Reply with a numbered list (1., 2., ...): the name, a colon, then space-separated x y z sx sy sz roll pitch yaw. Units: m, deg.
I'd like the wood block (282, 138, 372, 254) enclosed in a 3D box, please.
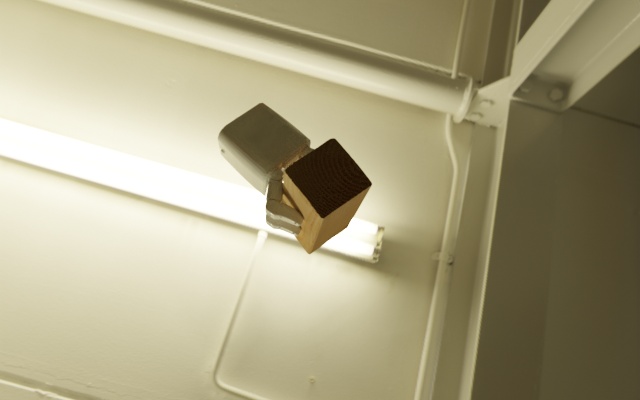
1. wood block: 0.000 0.002 0.743 0.091 0.090 0.206 -35 -12 -16
